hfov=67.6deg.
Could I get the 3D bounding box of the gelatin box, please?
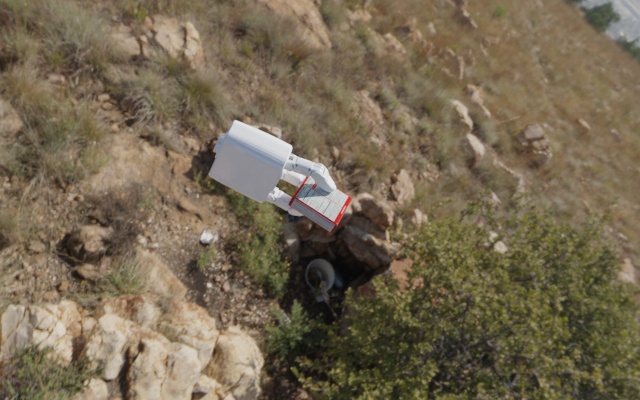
[{"bbox_3d":[0.001,0.003,0.818,0.089,0.073,0.030,32,-44,1],"label":"gelatin box"}]
